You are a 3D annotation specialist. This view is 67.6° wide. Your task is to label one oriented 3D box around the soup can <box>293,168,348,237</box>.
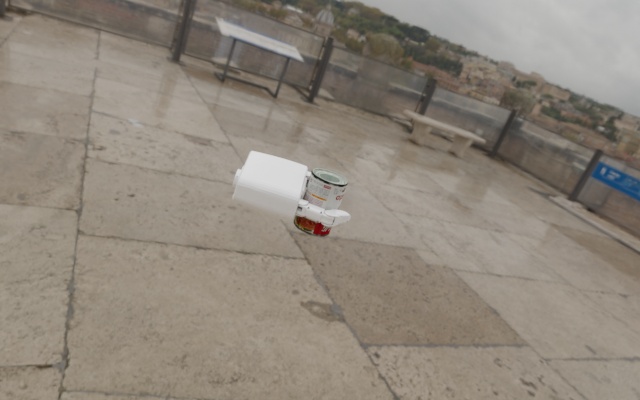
[{"bbox_3d":[0.001,0.003,0.832,0.068,0.102,0.068,17,21,-7],"label":"soup can"}]
